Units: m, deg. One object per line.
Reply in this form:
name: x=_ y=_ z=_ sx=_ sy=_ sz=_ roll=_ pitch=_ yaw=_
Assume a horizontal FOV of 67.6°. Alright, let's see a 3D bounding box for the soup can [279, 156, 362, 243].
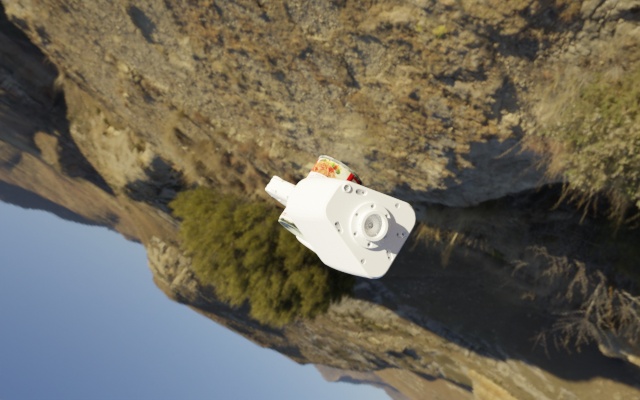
soup can: x=0.000 y=0.002 z=0.626 sx=0.068 sy=0.102 sz=0.068 roll=32 pitch=-11 yaw=7
